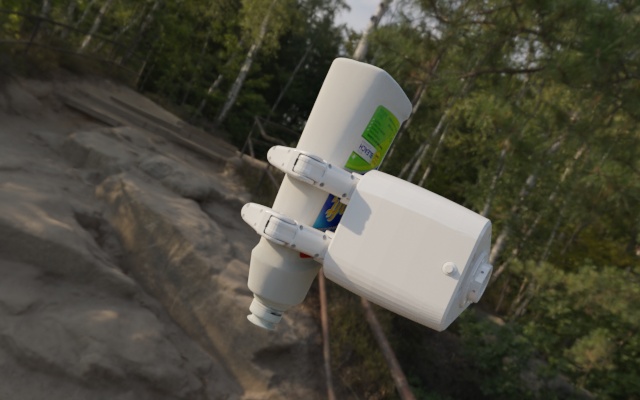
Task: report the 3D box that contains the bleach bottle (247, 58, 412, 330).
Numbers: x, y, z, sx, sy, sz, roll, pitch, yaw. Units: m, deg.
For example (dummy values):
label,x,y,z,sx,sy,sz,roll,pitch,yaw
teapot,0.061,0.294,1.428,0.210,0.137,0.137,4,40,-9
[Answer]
label,x,y,z,sx,sy,sz,roll,pitch,yaw
bleach bottle,0.000,0.001,0.453,0.068,0.251,0.102,24,0,28
